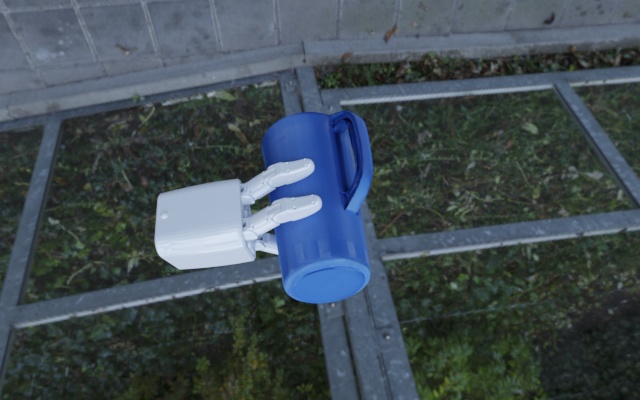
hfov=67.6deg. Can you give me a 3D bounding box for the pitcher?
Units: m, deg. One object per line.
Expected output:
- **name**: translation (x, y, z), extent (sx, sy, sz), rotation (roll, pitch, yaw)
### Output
- **pitcher**: translation (0.000, 0.002, 0.638), extent (0.145, 0.242, 0.149), rotation (-7, -36, -3)
